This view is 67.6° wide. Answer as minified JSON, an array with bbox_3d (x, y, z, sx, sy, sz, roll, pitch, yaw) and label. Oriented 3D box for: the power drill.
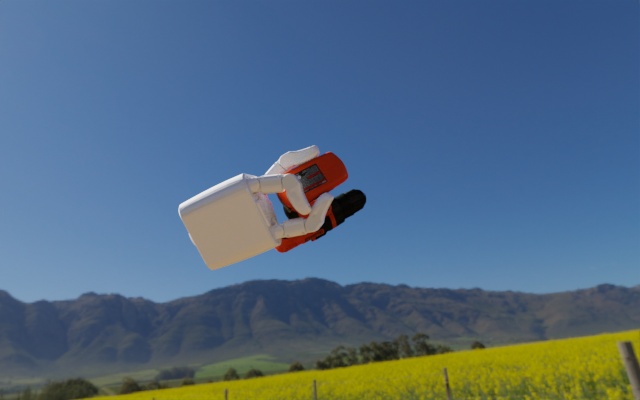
[{"bbox_3d":[0.000,0.002,0.761,0.184,0.057,0.188,-29,-24,-14],"label":"power drill"}]
